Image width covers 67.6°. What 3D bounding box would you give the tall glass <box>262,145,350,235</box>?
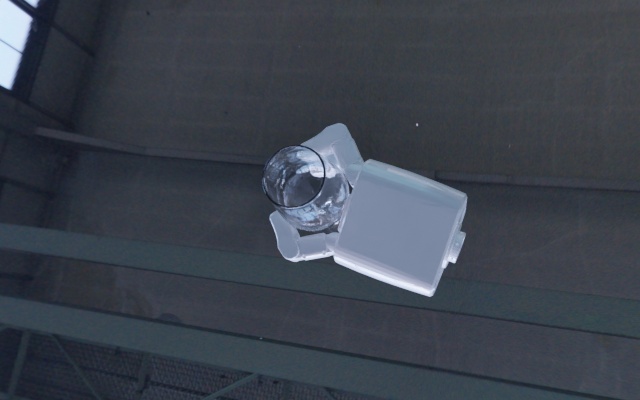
[{"bbox_3d":[0.000,0.002,0.532,0.079,0.079,0.201,0,-14,15],"label":"tall glass"}]
